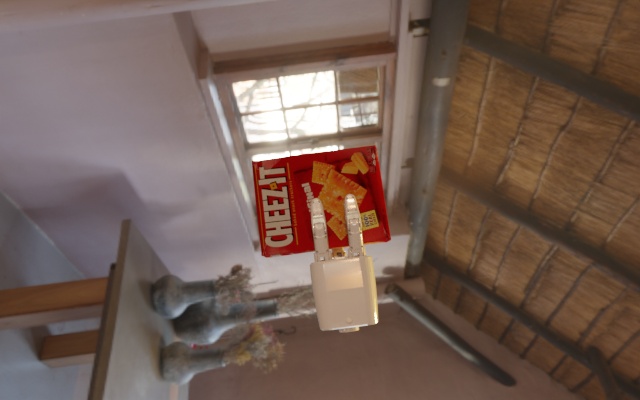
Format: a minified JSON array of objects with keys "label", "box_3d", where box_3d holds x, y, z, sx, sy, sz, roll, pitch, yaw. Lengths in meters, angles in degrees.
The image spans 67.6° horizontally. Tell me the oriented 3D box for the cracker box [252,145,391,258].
[{"label":"cracker box","box_3d":[0.000,0.003,0.806,0.214,0.164,0.072,-7,-9,-1]}]
